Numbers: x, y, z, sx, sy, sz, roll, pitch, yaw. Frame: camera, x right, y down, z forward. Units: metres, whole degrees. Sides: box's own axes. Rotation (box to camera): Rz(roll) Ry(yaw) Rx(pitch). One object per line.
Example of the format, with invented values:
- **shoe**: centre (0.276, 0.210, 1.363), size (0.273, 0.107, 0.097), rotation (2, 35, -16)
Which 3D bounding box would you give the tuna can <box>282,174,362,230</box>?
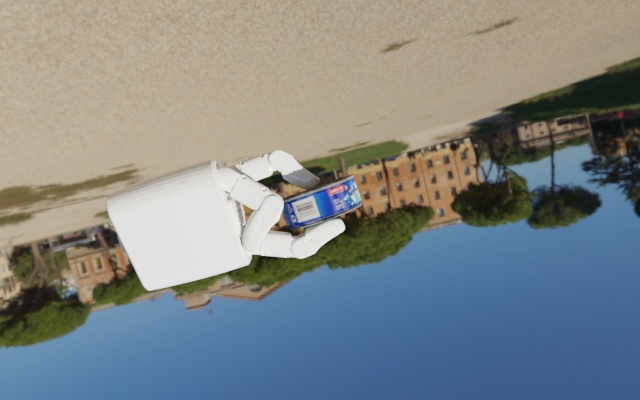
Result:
- **tuna can**: centre (0.000, 0.002, 0.512), size (0.086, 0.034, 0.086), rotation (-19, 3, 1)
